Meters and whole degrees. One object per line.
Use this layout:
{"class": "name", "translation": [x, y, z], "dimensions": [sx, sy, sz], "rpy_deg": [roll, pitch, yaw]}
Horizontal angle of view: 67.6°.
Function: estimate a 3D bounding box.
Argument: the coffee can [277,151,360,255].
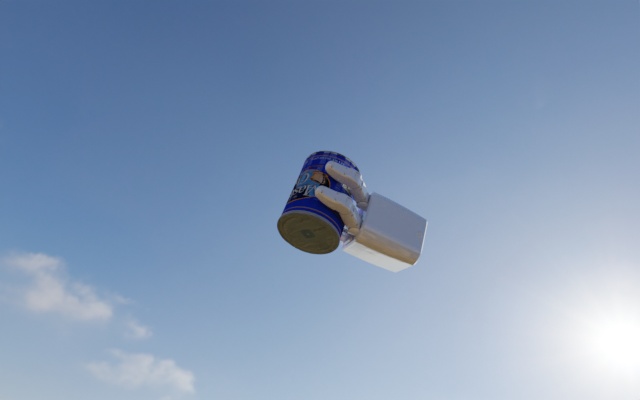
{"class": "coffee can", "translation": [0.000, 0.003, 0.785], "dimensions": [0.103, 0.140, 0.103], "rpy_deg": [13, -39, 11]}
